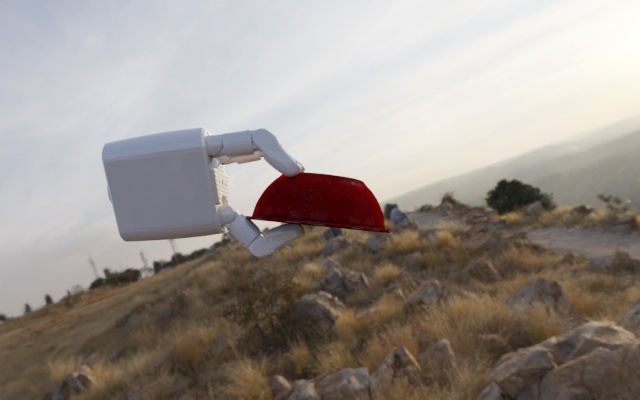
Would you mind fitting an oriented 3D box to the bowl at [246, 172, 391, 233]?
[{"bbox_3d":[0.001,0.001,0.531,0.162,0.055,0.162,6,-3,0],"label":"bowl"}]
